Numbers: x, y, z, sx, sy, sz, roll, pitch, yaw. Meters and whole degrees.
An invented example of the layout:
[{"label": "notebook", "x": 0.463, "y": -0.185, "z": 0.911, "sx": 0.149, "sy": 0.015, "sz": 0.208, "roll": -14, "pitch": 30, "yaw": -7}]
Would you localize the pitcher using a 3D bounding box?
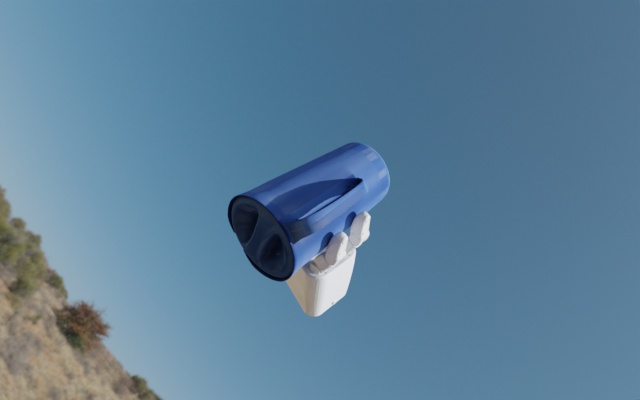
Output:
[{"label": "pitcher", "x": 0.000, "y": 0.002, "z": 0.706, "sx": 0.149, "sy": 0.145, "sz": 0.242, "roll": 34, "pitch": 48, "yaw": 27}]
